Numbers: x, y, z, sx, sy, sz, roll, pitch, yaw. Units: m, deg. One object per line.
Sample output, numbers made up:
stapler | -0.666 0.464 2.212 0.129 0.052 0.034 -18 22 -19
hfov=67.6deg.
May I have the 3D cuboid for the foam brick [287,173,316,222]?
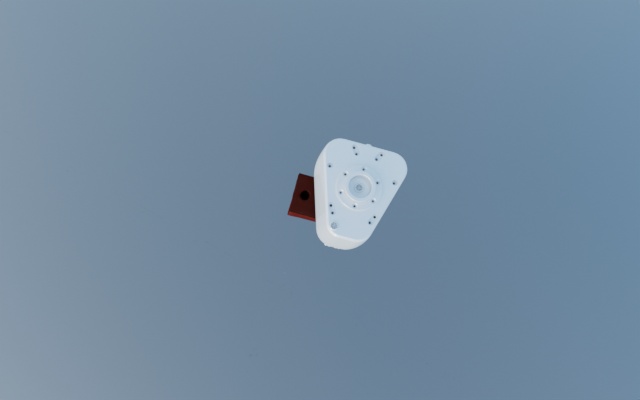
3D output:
foam brick | 0.000 0.002 0.629 0.078 0.053 0.051 15 -8 -1
